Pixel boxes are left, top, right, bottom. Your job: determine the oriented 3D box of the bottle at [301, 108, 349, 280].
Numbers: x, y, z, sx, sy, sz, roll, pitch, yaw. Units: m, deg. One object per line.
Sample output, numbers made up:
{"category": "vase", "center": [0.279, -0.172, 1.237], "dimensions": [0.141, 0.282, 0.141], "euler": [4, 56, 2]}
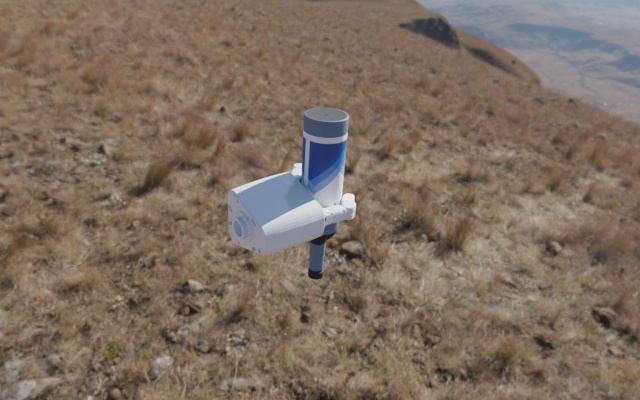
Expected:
{"category": "bottle", "center": [0.000, 0.002, 0.772], "dimensions": [0.069, 0.296, 0.069], "euler": [3, 28, -2]}
